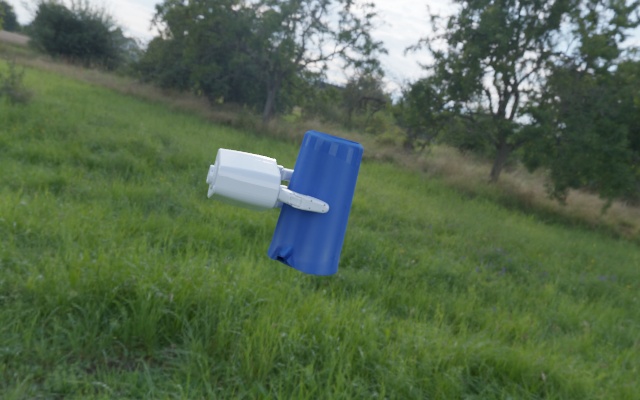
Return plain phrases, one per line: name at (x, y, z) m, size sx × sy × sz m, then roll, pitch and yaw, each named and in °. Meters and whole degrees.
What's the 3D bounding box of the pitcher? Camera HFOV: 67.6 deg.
pitcher at (0.000, 0.003, 0.871) m, size 0.145 × 0.243 × 0.149 m, roll 13°, pitch 9°, yaw -17°
